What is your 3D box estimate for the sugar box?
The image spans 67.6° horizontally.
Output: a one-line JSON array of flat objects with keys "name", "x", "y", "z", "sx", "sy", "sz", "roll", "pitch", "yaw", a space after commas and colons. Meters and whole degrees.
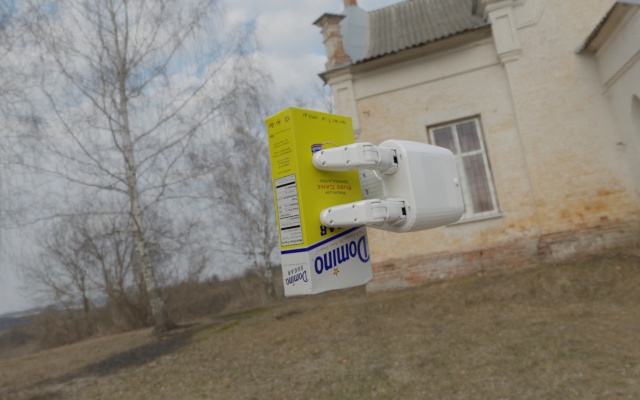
[{"name": "sugar box", "x": 0.001, "y": 0.001, "z": 0.477, "sx": 0.048, "sy": 0.176, "sz": 0.093, "roll": -16, "pitch": -10, "yaw": 43}]
